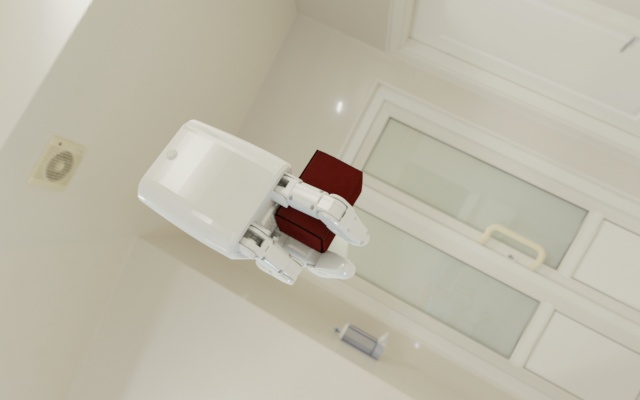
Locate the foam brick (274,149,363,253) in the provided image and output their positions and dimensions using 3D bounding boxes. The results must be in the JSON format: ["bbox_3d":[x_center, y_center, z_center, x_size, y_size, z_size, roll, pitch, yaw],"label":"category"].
[{"bbox_3d":[0.000,0.001,0.456,0.051,0.078,0.053,28,-18,12],"label":"foam brick"}]
